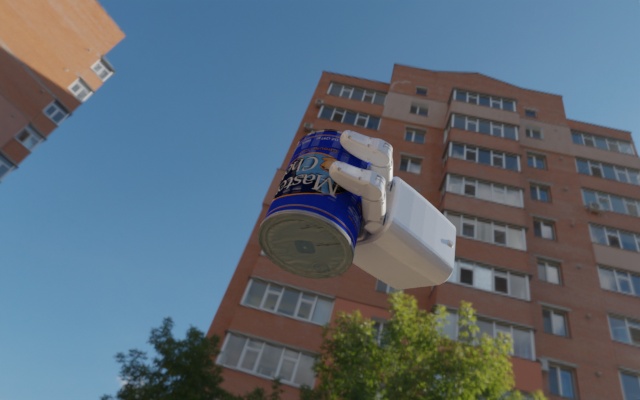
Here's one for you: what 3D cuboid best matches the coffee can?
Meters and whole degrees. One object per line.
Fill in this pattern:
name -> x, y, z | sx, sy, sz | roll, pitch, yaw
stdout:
coffee can -> 0.000, 0.002, 0.539 | 0.103, 0.103, 0.140 | 0, 44, 19
